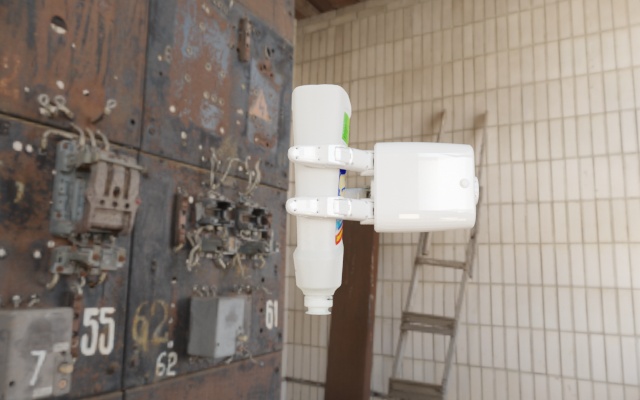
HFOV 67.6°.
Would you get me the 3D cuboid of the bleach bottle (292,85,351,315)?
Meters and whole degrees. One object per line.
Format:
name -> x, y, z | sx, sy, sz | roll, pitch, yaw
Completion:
bleach bottle -> 0.000, 0.002, 0.553 | 0.068, 0.251, 0.102 | 0, -8, 7
